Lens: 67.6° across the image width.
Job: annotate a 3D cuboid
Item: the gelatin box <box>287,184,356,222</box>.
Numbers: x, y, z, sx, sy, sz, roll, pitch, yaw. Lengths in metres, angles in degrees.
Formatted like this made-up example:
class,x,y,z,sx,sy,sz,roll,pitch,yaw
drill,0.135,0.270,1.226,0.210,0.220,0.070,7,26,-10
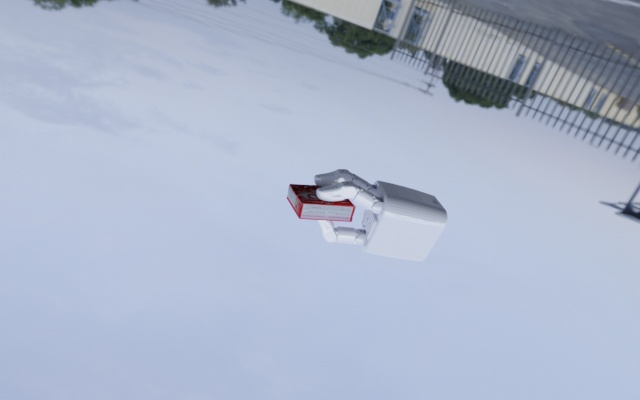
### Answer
class,x,y,z,sx,sy,sz,roll,pitch,yaw
gelatin box,0.000,0.003,0.739,0.089,0.030,0.073,3,24,-21
